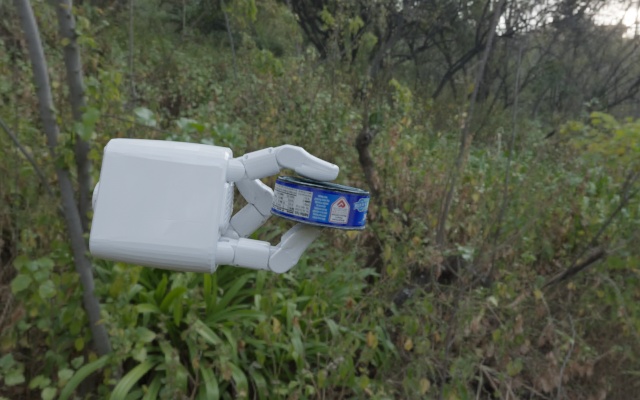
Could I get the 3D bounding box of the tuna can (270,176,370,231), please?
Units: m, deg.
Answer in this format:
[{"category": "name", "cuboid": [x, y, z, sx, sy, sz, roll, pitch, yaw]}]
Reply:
[{"category": "tuna can", "cuboid": [0.000, 0.001, 0.426, 0.086, 0.034, 0.086, 10, 5, -1]}]
